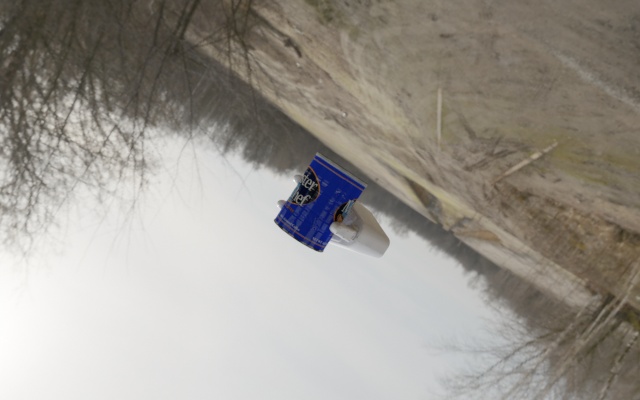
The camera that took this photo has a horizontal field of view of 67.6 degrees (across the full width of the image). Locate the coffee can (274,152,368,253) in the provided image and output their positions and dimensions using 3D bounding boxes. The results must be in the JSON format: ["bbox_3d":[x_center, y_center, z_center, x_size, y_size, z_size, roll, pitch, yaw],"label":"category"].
[{"bbox_3d":[0.000,0.003,0.817,0.103,0.140,0.103,33,4,-3],"label":"coffee can"}]
